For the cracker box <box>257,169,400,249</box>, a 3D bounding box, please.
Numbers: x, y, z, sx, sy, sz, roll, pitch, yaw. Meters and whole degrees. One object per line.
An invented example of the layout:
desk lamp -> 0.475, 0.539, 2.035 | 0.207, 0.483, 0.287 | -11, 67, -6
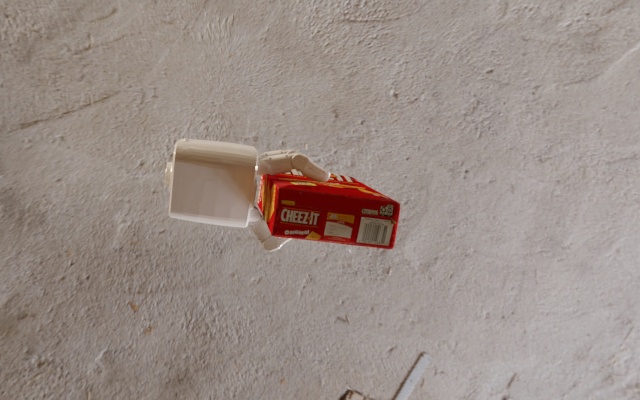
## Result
cracker box -> 0.000, 0.002, 0.694 | 0.164, 0.072, 0.213 | 7, 10, -13
